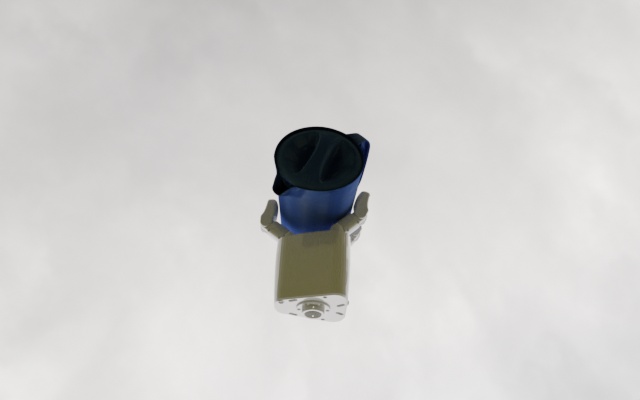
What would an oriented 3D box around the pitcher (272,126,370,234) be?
[{"bbox_3d":[0.000,0.003,0.790,0.149,0.145,0.243,3,-39,-2],"label":"pitcher"}]
